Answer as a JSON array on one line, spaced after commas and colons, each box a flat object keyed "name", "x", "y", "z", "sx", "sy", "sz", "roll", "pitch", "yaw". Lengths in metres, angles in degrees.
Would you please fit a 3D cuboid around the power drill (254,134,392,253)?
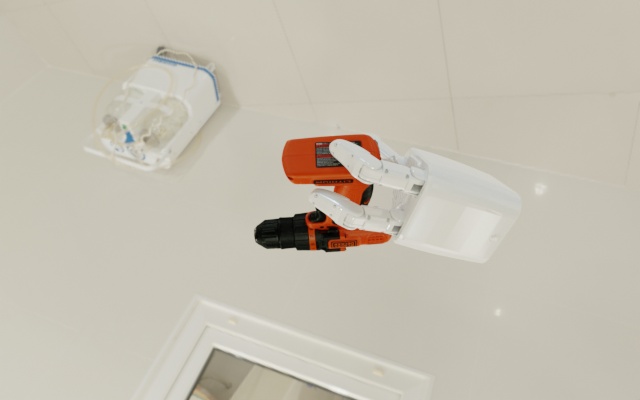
[{"name": "power drill", "x": 0.000, "y": 0.002, "z": 0.580, "sx": 0.184, "sy": 0.057, "sz": 0.188, "roll": -5, "pitch": -32, "yaw": 0}]
